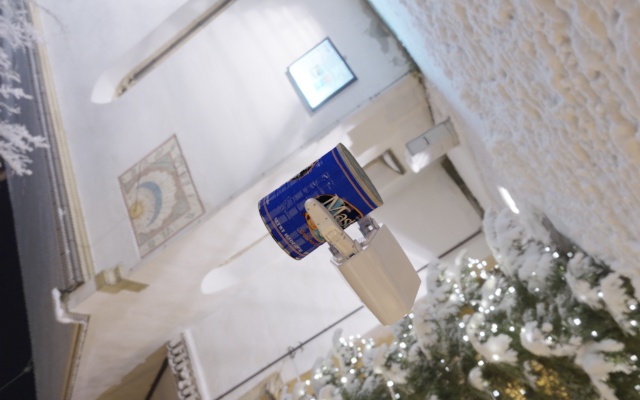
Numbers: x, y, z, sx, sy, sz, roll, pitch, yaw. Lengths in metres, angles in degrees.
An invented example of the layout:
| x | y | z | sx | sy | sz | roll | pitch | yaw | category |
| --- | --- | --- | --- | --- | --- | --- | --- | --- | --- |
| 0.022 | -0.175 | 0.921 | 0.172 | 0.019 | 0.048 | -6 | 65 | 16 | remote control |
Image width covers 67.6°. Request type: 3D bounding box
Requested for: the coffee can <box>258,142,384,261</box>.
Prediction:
| x | y | z | sx | sy | sz | roll | pitch | yaw | category |
| --- | --- | --- | --- | --- | --- | --- | --- | --- | --- |
| 0.000 | 0.002 | 0.657 | 0.140 | 0.103 | 0.103 | -35 | -8 | 11 | coffee can |
